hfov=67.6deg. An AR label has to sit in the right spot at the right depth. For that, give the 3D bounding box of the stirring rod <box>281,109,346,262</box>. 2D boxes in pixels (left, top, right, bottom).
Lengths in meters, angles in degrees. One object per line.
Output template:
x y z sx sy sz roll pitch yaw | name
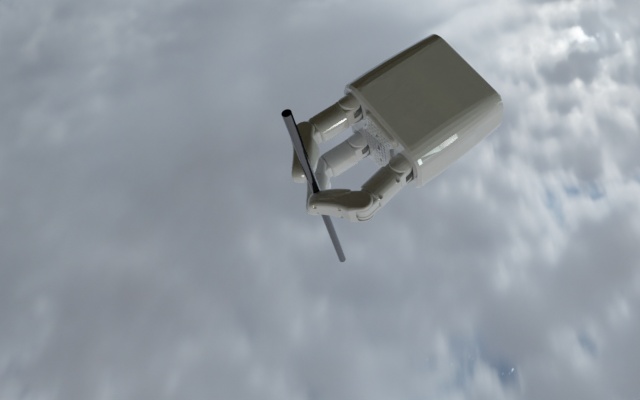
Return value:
0.000 0.001 0.447 0.011 0.011 0.240 0 -33 14 | stirring rod
